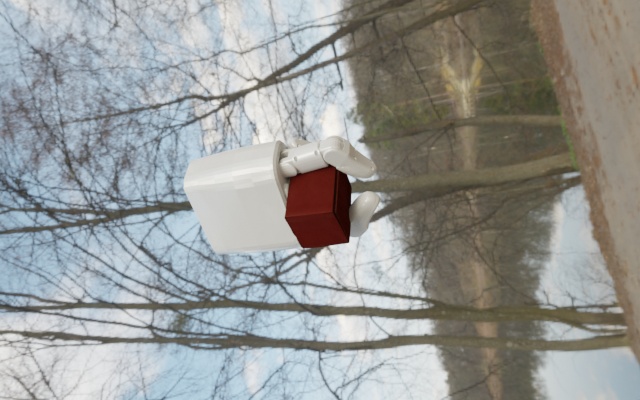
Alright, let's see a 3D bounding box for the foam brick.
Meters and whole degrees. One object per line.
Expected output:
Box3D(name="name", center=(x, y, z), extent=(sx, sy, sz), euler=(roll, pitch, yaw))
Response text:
Box3D(name="foam brick", center=(0.000, 0.002, 0.481), extent=(0.051, 0.078, 0.053), euler=(-9, -43, 15))
